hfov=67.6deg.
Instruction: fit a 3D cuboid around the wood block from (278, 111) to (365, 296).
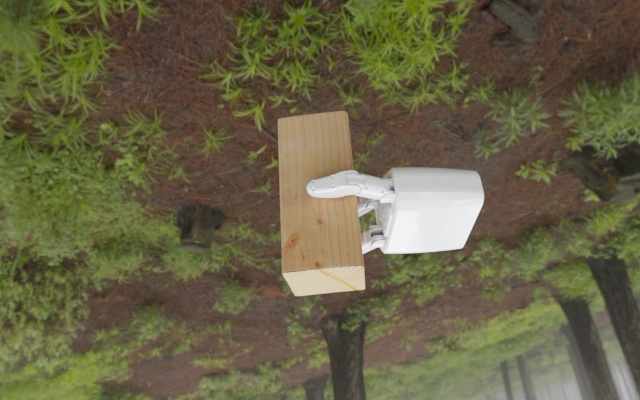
[{"bbox_3d":[0.000,0.002,0.592,0.090,0.206,0.091,-6,-27,3],"label":"wood block"}]
